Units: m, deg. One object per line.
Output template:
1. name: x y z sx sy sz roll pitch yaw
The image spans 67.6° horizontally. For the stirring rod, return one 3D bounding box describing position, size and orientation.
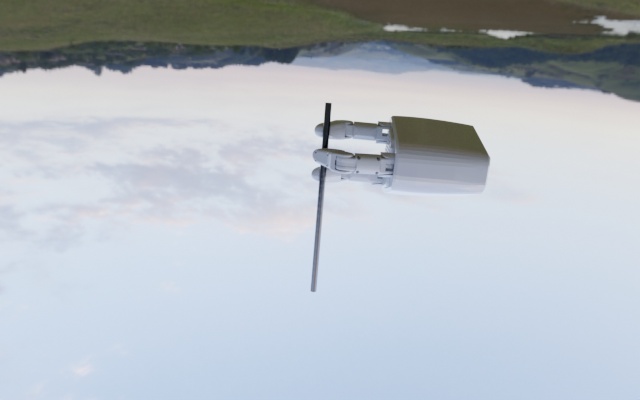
1. stirring rod: 0.000 0.002 0.588 0.011 0.239 0.011 4 16 -1
